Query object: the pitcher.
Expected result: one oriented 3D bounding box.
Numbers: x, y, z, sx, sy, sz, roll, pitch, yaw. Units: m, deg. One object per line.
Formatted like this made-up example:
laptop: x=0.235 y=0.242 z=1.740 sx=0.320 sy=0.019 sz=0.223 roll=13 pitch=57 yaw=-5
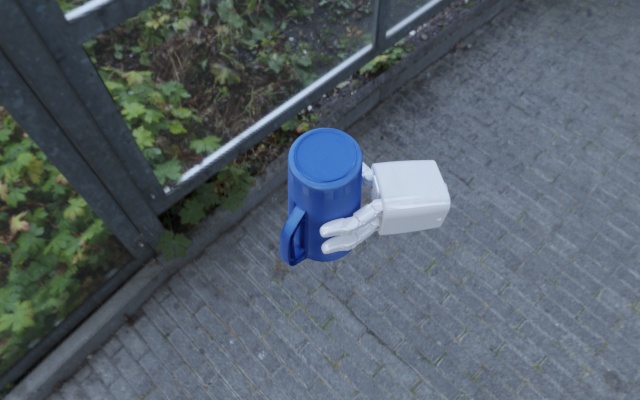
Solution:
pitcher: x=0.000 y=0.002 z=0.775 sx=0.145 sy=0.149 sz=0.243 roll=-4 pitch=-29 yaw=-2
